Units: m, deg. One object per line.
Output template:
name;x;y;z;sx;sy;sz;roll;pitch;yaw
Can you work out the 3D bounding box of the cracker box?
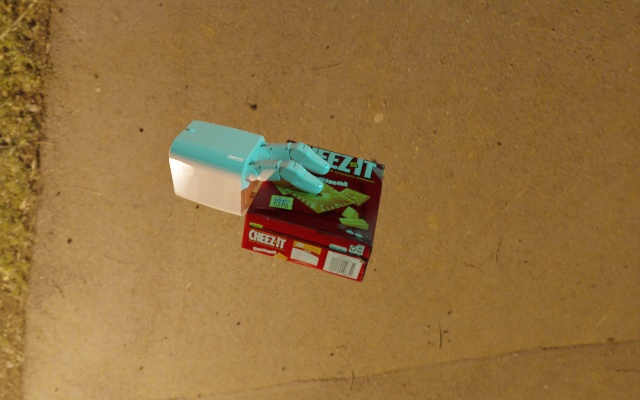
cracker box;0.000;0.002;0.679;0.164;0.072;0.213;16;34;2
